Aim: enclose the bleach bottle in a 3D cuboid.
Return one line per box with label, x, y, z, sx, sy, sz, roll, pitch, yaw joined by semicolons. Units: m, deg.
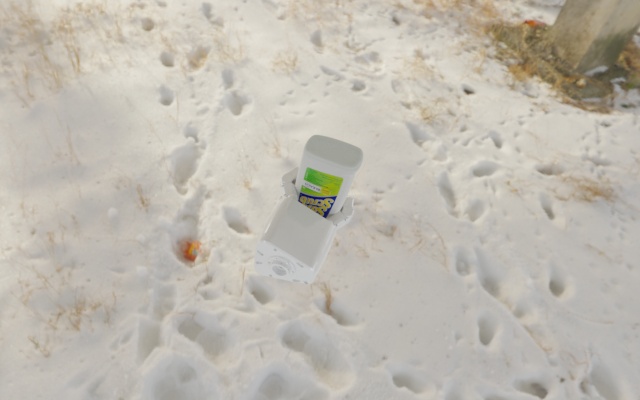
bleach bottle;0.000;0.003;0.869;0.102;0.251;0.068;19;46;6
